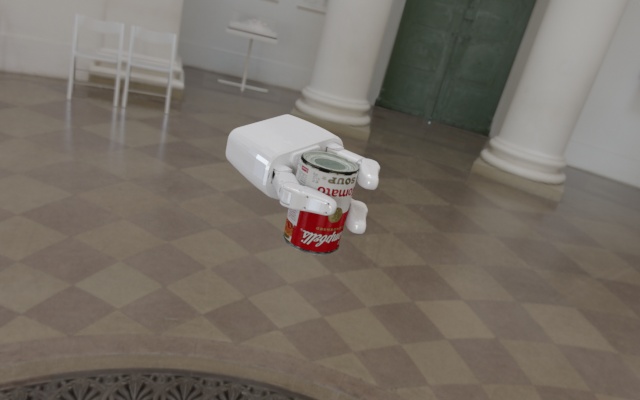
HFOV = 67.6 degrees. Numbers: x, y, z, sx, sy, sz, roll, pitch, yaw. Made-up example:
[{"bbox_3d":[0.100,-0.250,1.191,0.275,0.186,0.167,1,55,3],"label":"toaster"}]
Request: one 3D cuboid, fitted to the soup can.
[{"bbox_3d":[0.000,0.002,0.547,0.068,0.102,0.068,12,21,-5],"label":"soup can"}]
